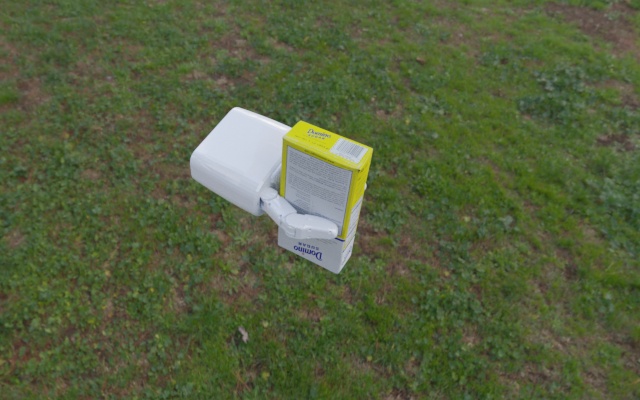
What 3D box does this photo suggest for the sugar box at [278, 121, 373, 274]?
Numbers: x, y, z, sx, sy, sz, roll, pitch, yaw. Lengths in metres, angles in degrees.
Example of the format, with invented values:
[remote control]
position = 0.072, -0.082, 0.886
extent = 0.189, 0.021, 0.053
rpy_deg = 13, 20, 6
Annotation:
[sugar box]
position = 0.000, 0.001, 0.565
extent = 0.093, 0.176, 0.048
rpy_deg = 24, 49, 16
